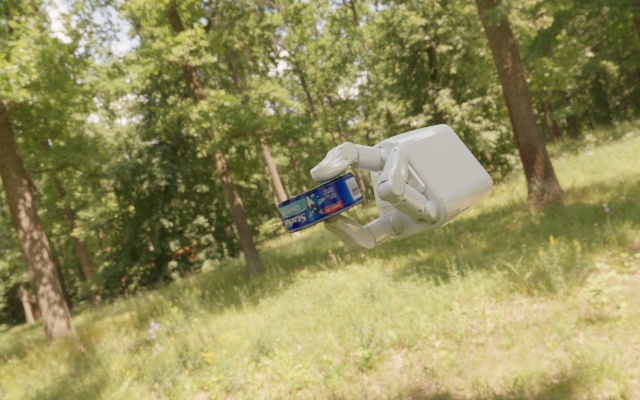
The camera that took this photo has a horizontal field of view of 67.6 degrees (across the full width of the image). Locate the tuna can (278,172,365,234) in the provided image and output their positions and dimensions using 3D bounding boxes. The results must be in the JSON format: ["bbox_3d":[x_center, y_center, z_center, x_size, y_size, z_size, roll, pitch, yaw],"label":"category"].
[{"bbox_3d":[0.000,0.001,0.495,0.086,0.034,0.086,-24,2,1],"label":"tuna can"}]
